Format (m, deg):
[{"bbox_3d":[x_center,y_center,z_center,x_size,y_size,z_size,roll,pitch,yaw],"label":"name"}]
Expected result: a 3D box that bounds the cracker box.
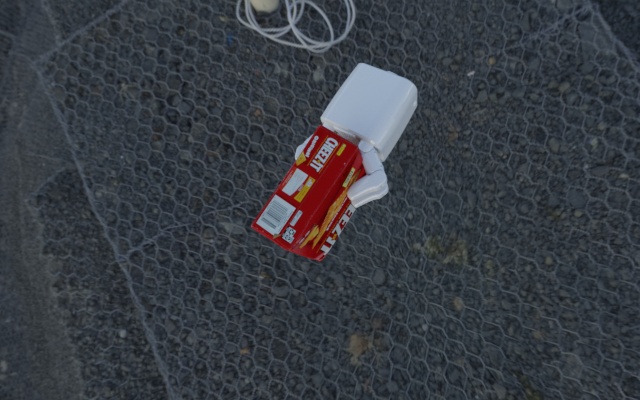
[{"bbox_3d":[0.000,0.002,0.711,0.072,0.164,0.214,33,-3,15],"label":"cracker box"}]
